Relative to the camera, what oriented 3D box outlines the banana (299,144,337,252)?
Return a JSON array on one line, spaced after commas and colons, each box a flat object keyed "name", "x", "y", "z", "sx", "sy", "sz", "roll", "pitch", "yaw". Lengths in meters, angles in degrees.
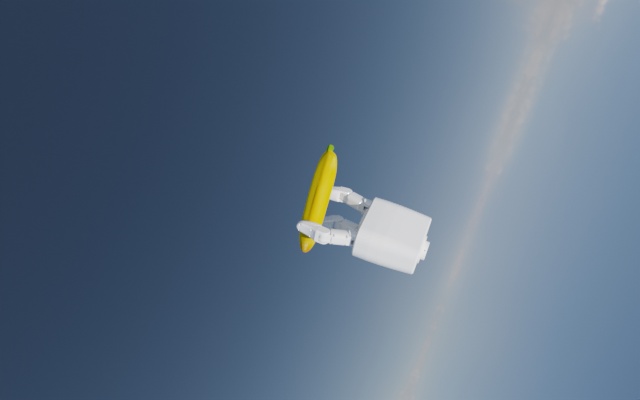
[{"name": "banana", "x": -0.002, "y": 0.000, "z": 0.825, "sx": 0.037, "sy": 0.198, "sz": 0.069, "roll": 17, "pitch": 4, "yaw": 10}]
